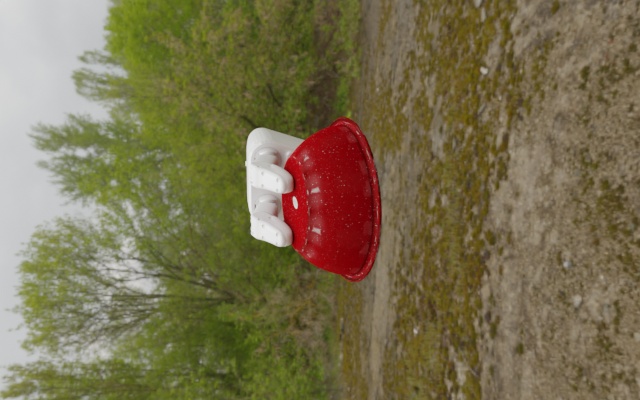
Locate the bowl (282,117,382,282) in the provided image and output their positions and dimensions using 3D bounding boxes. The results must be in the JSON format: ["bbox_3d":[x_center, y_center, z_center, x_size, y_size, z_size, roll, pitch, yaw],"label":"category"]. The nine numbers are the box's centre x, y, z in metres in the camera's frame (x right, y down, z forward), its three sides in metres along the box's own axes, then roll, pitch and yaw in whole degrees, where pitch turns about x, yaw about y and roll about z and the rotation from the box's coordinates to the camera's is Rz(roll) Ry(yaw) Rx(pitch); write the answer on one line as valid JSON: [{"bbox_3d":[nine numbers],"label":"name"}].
[{"bbox_3d":[0.000,0.002,0.461,0.055,0.162,0.162,-5,1,-19],"label":"bowl"}]
